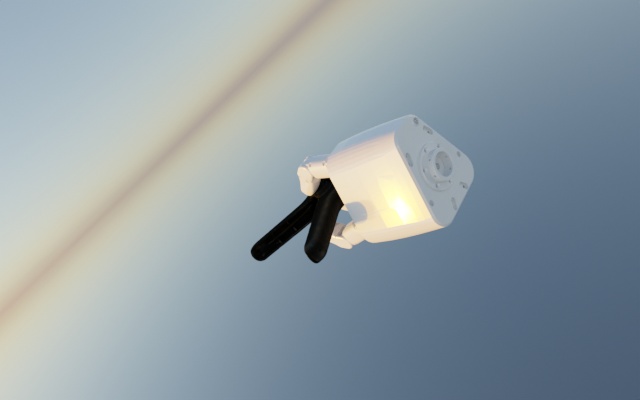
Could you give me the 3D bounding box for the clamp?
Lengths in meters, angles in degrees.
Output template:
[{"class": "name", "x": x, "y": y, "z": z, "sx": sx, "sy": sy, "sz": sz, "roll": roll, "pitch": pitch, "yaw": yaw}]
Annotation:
[{"class": "clamp", "x": 0.000, "y": 0.001, "z": 0.610, "sx": 0.164, "sy": 0.036, "sz": 0.210, "roll": -16, "pitch": 32, "yaw": 53}]
